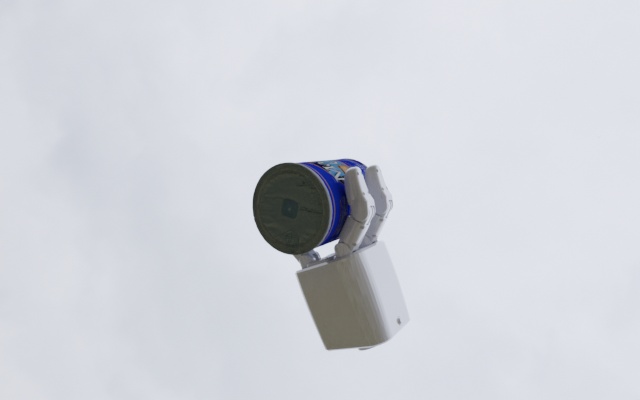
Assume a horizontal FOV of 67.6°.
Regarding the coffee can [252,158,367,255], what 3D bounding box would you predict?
[{"bbox_3d":[0.000,0.002,0.582,0.103,0.103,0.140,0,6,30],"label":"coffee can"}]
